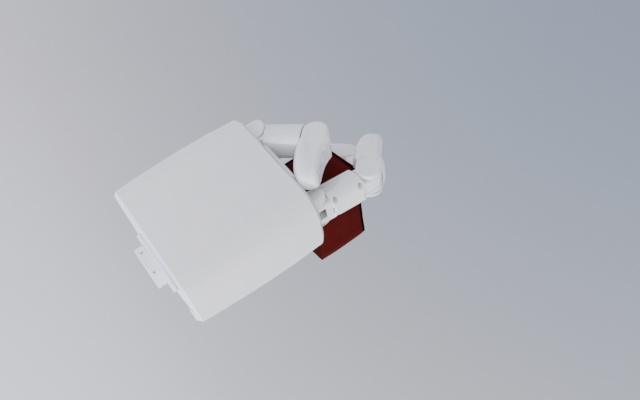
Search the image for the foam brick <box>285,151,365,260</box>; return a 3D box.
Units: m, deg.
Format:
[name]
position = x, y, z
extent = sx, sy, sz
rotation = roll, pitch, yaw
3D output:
[foam brick]
position = 0.000, 0.002, 0.412
extent = 0.051, 0.078, 0.053
rotation = -35, 49, -21
